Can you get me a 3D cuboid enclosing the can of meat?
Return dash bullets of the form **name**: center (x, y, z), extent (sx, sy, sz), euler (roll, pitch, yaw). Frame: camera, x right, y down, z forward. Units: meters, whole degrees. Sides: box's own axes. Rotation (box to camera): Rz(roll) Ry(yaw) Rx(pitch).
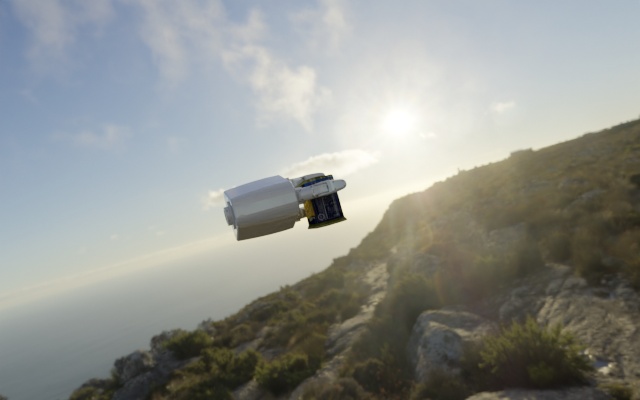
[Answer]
- **can of meat**: center (0.000, 0.002, 0.837), extent (0.057, 0.084, 0.102), euler (-15, -1, -13)
